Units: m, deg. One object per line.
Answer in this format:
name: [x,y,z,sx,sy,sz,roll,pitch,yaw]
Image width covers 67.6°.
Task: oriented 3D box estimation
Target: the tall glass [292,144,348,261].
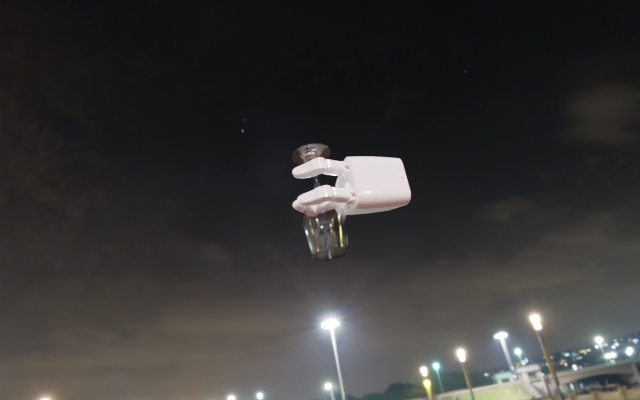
tall glass: [0.000,0.002,0.851,0.079,0.201,0.079,-9,-24,-4]
